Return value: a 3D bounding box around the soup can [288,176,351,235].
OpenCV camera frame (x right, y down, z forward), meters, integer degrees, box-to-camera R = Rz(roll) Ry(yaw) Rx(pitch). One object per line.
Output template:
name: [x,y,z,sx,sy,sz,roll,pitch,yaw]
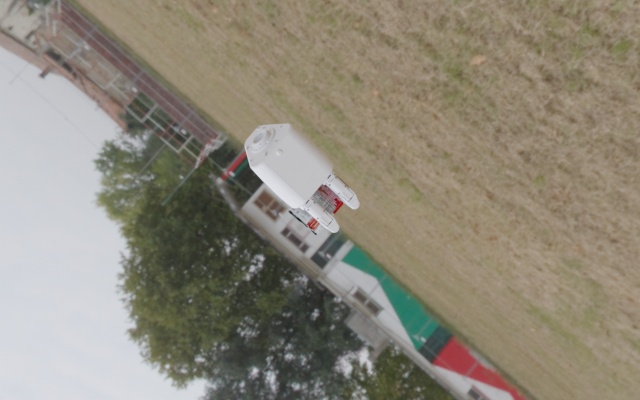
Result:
soup can: [0.000,0.003,0.847,0.068,0.102,0.068,40,-4,3]
